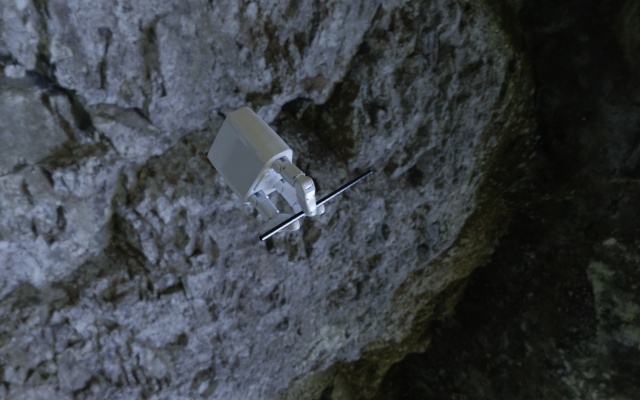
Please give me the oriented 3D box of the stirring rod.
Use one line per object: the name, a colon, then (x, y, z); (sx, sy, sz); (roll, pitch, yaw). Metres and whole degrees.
stirring rod: (0.000, 0.002, 0.737); (0.239, 0.011, 0.011); (-31, 19, -36)
